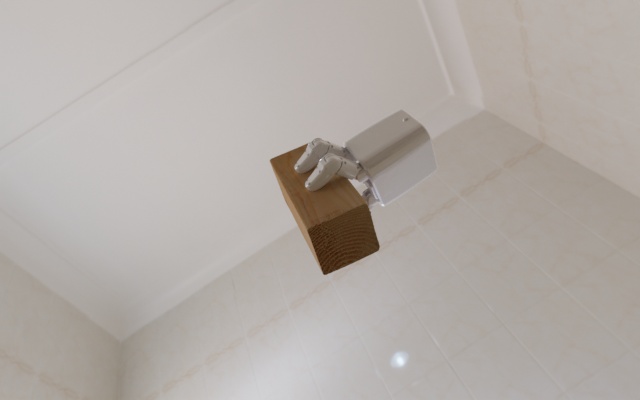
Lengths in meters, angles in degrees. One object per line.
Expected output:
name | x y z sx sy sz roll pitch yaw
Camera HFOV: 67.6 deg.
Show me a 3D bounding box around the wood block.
wood block | 0.001 0.002 0.722 0.090 0.091 0.206 -24 36 -6
